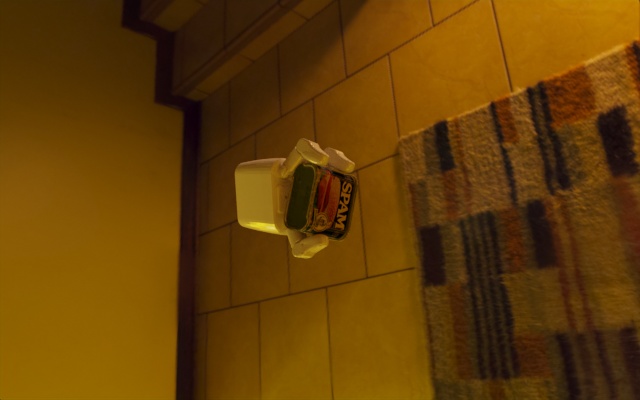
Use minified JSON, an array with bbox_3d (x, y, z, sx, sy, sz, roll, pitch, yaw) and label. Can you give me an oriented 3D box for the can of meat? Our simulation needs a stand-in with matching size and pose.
[{"bbox_3d":[0.000,0.002,0.686,0.084,0.102,0.057,15,-6,-43],"label":"can of meat"}]
